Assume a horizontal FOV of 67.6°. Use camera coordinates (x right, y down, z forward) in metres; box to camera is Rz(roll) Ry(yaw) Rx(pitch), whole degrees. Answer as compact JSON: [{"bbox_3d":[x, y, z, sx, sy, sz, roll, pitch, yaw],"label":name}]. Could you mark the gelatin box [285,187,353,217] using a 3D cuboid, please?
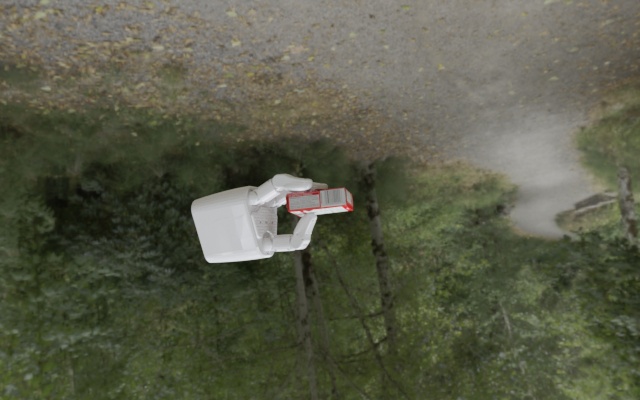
[{"bbox_3d":[0.000,0.003,0.714,0.089,0.030,0.073,-6,-8,11],"label":"gelatin box"}]
